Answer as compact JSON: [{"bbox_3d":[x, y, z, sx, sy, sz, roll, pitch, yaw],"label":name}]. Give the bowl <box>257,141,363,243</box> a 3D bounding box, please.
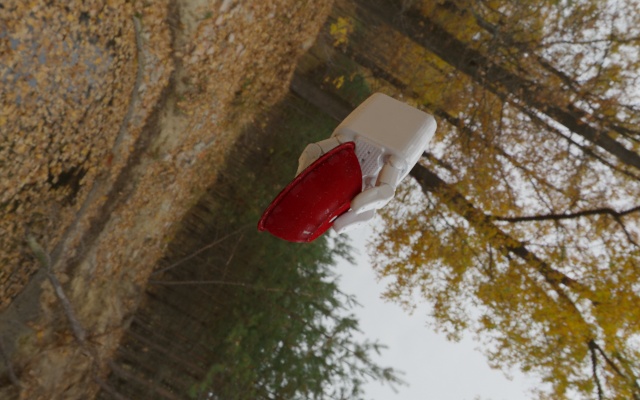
[{"bbox_3d":[-0.001,0.003,0.591,0.162,0.055,0.162,-41,-9,-8],"label":"bowl"}]
